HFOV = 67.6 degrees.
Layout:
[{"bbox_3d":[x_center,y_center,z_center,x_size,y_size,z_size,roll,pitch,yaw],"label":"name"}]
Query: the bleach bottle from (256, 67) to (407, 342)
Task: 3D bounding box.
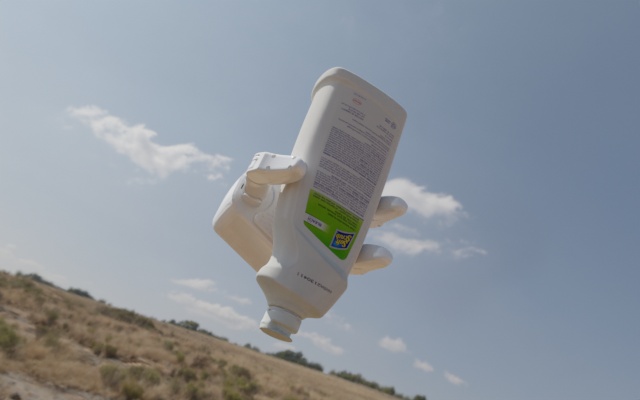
[{"bbox_3d":[0.000,0.001,0.439,0.102,0.250,0.068,29,-27,-13],"label":"bleach bottle"}]
